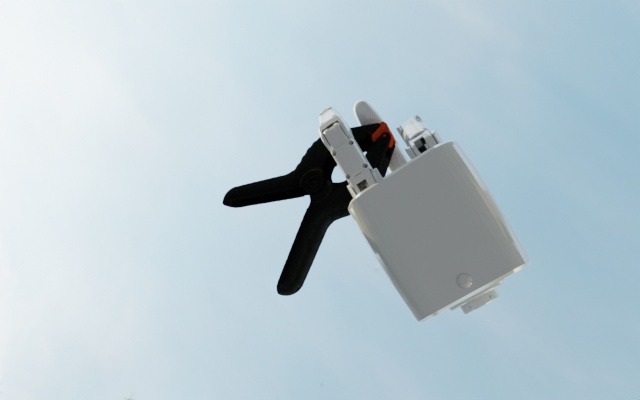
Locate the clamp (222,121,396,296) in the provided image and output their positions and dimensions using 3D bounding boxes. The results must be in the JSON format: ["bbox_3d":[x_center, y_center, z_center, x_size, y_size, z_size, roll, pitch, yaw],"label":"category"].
[{"bbox_3d":[0.000,0.001,0.426,0.171,0.120,0.039,-33,-19,12],"label":"clamp"}]
